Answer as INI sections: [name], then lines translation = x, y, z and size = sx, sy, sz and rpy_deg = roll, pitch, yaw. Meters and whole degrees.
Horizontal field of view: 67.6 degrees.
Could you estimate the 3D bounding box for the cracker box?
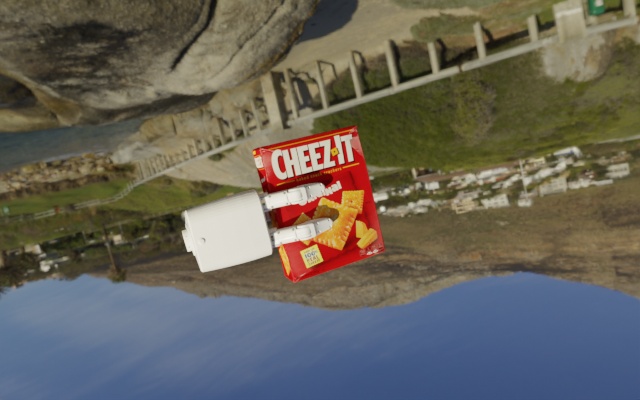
[cracker box]
translation = 0.000, 0.003, 0.762
size = 0.164, 0.214, 0.072
rpy_deg = -16, 7, -17
